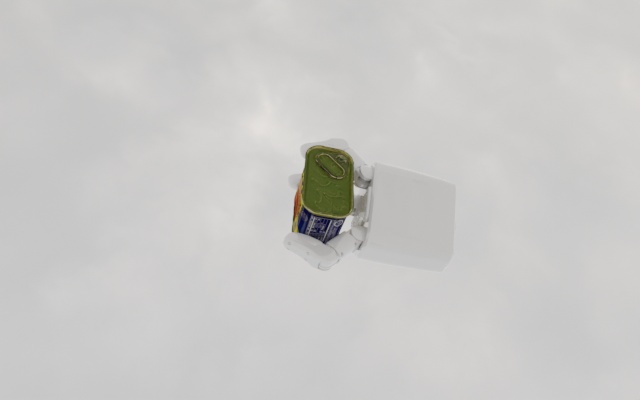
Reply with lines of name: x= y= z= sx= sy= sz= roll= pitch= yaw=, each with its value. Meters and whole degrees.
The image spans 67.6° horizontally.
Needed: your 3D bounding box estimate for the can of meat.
can of meat: x=0.000 y=0.002 z=0.556 sx=0.057 sy=0.102 sz=0.084 roll=10 pitch=-40 yaw=-9
